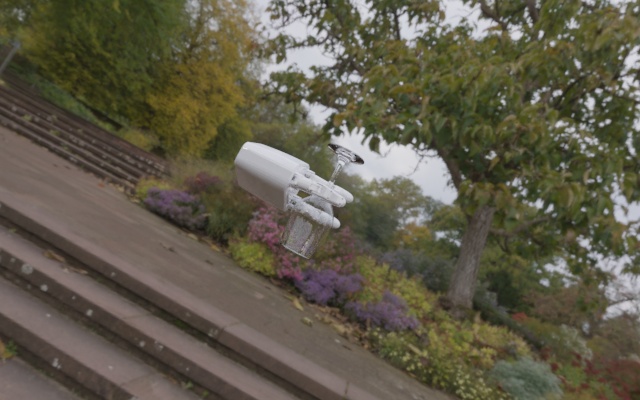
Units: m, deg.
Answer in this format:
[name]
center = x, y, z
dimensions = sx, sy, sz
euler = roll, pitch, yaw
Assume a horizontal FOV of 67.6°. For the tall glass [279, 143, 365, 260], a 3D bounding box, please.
[tall glass]
center = 0.001, 0.002, 0.847
dimensions = 0.079, 0.201, 0.079
euler = 27, -8, 4
